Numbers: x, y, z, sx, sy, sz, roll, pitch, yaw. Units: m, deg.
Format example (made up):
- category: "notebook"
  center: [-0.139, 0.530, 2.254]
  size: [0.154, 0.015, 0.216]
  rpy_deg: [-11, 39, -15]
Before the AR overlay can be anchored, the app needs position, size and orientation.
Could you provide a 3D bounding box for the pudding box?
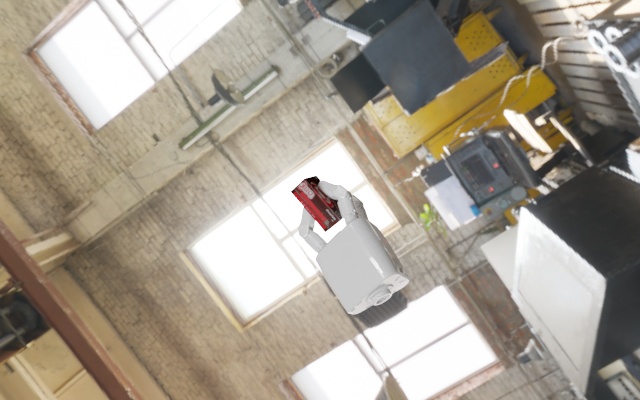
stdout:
- category: "pudding box"
  center: [0.000, 0.003, 0.811]
  size: [0.039, 0.090, 0.113]
  rpy_deg: [-40, -2, 9]
